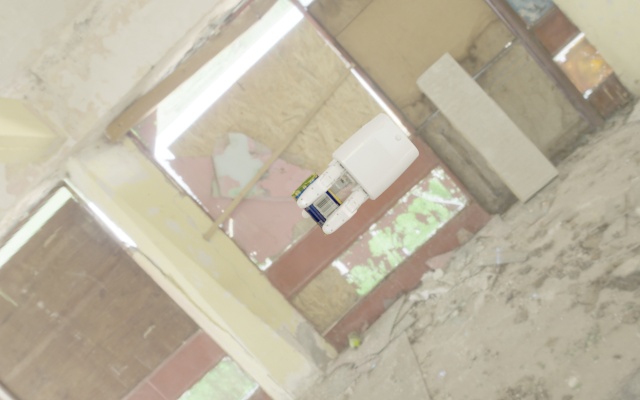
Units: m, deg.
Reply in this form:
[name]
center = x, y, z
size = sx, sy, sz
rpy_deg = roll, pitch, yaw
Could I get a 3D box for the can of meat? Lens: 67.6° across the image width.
[can of meat]
center = 0.000, 0.002, 0.779
size = 0.057, 0.084, 0.102
rpy_deg = -42, 5, 3
